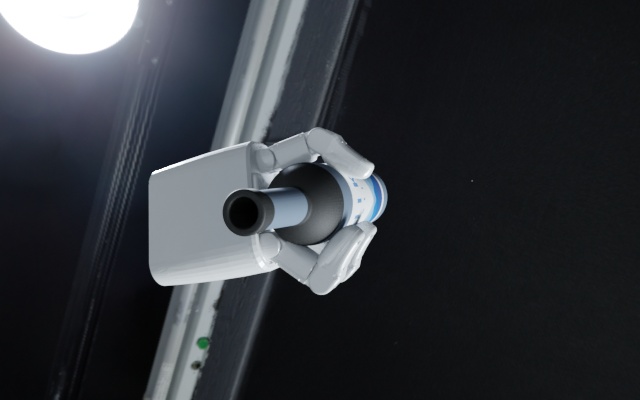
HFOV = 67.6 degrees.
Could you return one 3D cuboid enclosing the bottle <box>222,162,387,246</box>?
[{"bbox_3d":[0.000,0.001,0.412,0.069,0.069,0.295,0,2,18],"label":"bottle"}]
